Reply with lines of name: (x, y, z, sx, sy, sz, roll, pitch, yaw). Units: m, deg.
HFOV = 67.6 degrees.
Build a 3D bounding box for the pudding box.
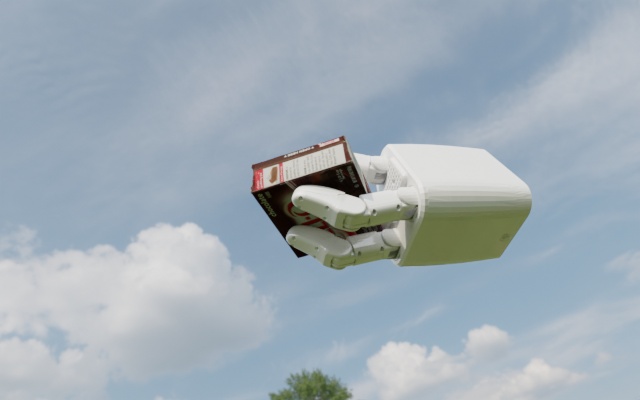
pudding box: (0.000, 0.001, 0.435, 0.090, 0.039, 0.114, -17, -43, 11)
